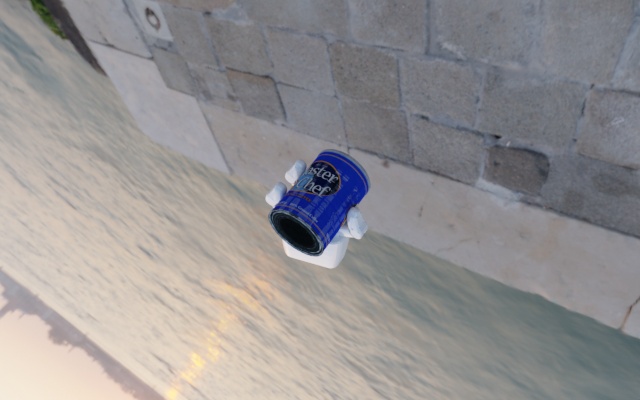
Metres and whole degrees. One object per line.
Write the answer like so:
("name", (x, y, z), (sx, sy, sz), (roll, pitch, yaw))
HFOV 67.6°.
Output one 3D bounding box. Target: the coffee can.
("coffee can", (0.000, 0.002, 0.751), (0.103, 0.103, 0.140), (0, 44, 50))
